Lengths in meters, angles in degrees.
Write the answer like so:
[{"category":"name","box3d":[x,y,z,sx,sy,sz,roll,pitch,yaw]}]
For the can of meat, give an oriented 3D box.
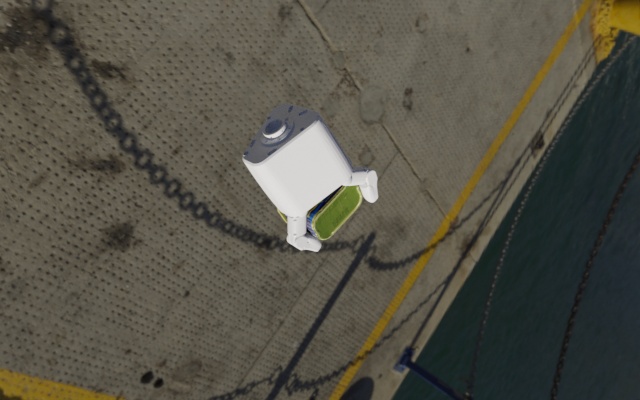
[{"category":"can of meat","box3d":[0.000,0.003,0.717,0.084,0.102,0.057,26,-25,44]}]
